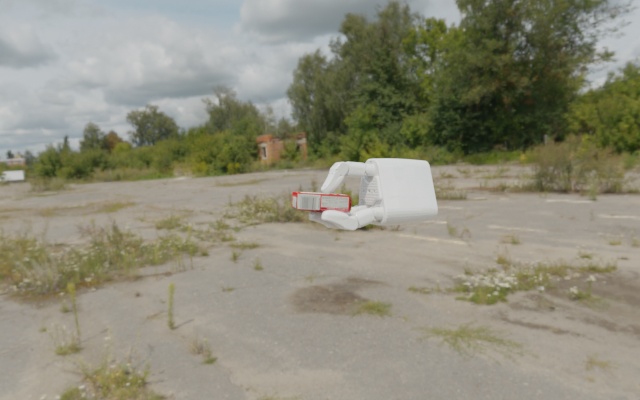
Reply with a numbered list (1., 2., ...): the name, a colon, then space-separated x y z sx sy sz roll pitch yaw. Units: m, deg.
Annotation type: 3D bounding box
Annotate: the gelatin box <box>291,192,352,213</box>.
1. gelatin box: 0.000 0.002 0.786 0.089 0.030 0.073 3 2 -10
